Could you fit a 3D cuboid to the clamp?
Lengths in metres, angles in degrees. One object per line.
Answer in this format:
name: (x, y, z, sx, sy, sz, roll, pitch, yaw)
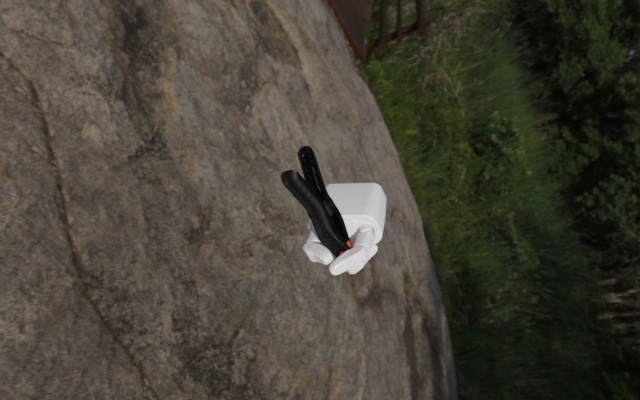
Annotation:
clamp: (0.001, 0.002, 0.696, 0.039, 0.171, 0.120, -16, 28, 24)
